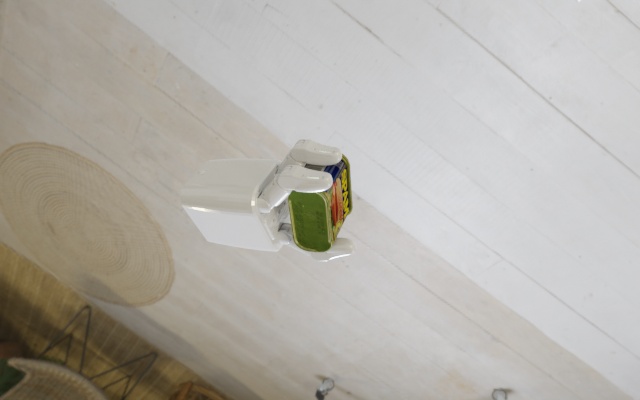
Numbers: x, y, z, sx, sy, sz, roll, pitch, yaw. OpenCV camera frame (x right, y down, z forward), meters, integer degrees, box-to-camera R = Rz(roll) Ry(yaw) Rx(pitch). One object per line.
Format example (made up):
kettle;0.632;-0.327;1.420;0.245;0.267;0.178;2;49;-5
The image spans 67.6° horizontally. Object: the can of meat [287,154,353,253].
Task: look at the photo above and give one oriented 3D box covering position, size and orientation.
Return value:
can of meat;0.000;0.002;0.592;0.057;0.102;0.084;7;37;18
